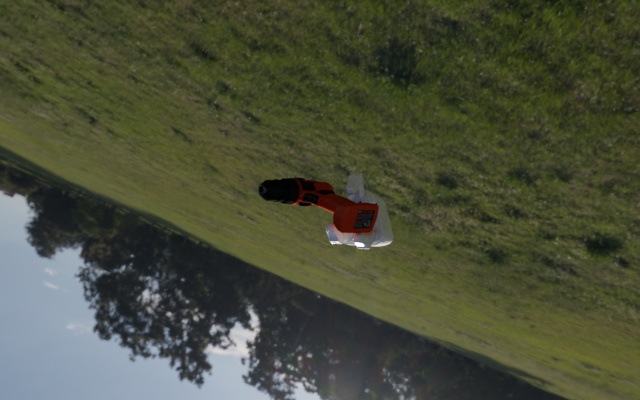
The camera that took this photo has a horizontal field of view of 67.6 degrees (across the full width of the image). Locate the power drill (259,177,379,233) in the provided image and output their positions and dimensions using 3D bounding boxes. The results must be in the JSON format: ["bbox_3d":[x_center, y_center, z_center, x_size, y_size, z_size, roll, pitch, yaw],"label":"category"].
[{"bbox_3d":[0.001,0.003,0.898,0.184,0.057,0.187,-1,21,-46],"label":"power drill"}]
